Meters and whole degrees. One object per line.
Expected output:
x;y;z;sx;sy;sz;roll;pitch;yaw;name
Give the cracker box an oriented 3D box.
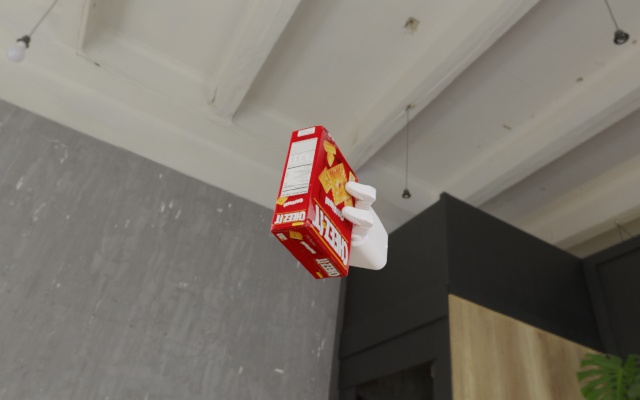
0.000;0.003;0.827;0.072;0.213;0.164;-11;-40;25;cracker box
